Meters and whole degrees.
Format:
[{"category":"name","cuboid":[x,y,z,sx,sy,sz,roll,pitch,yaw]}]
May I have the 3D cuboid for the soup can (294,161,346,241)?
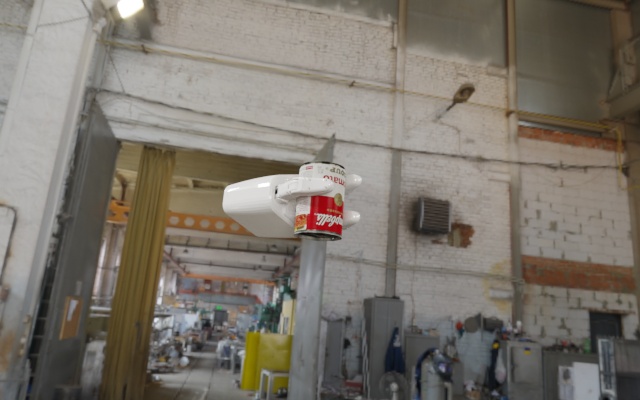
[{"category":"soup can","cuboid":[0.000,0.002,0.679,0.068,0.102,0.068,4,-14,1]}]
